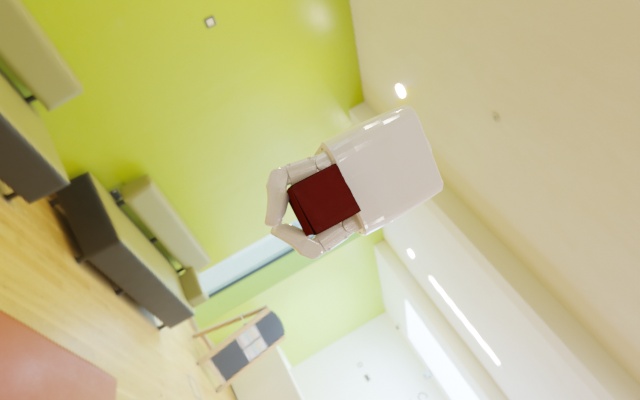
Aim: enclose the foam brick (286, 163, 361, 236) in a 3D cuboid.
[{"bbox_3d":[0.000,0.002,0.479,0.051,0.053,0.078,-27,-1,-9],"label":"foam brick"}]
